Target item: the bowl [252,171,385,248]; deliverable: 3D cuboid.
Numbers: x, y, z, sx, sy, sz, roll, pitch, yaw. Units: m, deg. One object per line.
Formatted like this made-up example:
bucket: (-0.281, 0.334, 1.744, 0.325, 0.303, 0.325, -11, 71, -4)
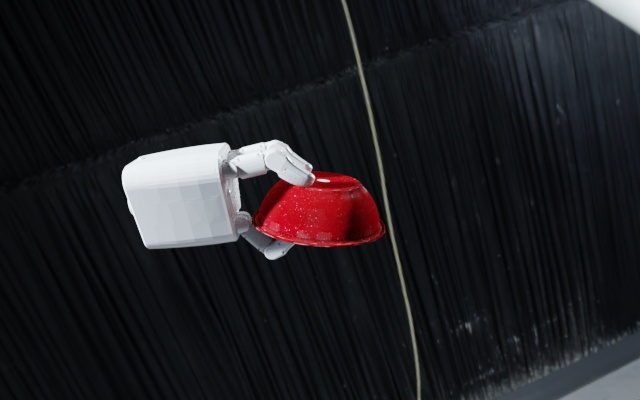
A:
bowl: (0.001, 0.001, 0.572, 0.162, 0.055, 0.162, 5, 16, -1)
